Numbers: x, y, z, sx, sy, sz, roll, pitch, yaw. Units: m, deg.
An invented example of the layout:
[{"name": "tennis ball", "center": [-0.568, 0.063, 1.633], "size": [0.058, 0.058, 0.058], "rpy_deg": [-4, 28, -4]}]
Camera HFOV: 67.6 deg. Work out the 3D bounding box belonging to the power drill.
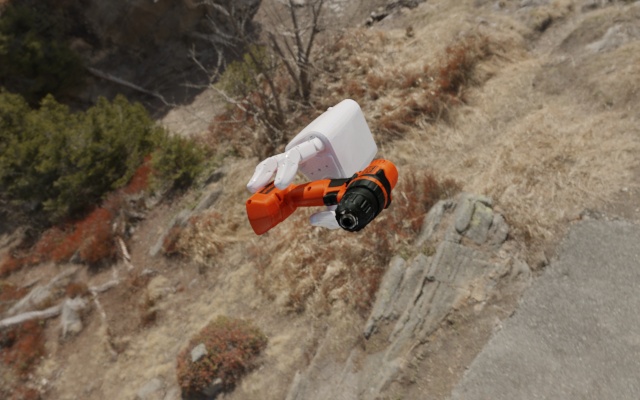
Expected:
[{"name": "power drill", "center": [0.000, 0.002, 0.629], "size": [0.187, 0.057, 0.184], "rpy_deg": [-8, 16, 24]}]
